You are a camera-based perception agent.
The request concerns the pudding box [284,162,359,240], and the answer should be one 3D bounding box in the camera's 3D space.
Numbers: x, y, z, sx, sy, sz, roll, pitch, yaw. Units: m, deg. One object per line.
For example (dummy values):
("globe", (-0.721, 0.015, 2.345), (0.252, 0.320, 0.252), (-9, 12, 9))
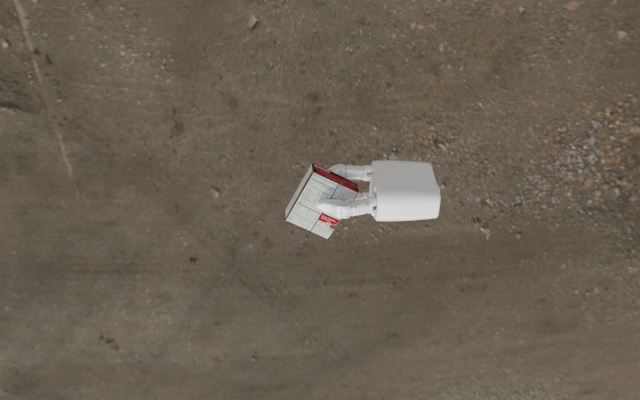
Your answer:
("pudding box", (0.000, 0.003, 0.824), (0.090, 0.113, 0.039), (25, 24, -14))
